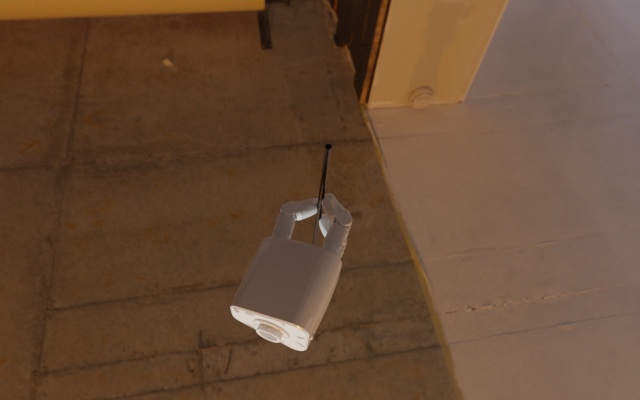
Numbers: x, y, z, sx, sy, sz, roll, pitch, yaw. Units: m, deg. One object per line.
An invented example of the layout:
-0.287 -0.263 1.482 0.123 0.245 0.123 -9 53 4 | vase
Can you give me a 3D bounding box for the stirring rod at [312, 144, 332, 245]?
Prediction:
0.000 0.002 0.659 0.011 0.011 0.240 0 -33 -5 | stirring rod
